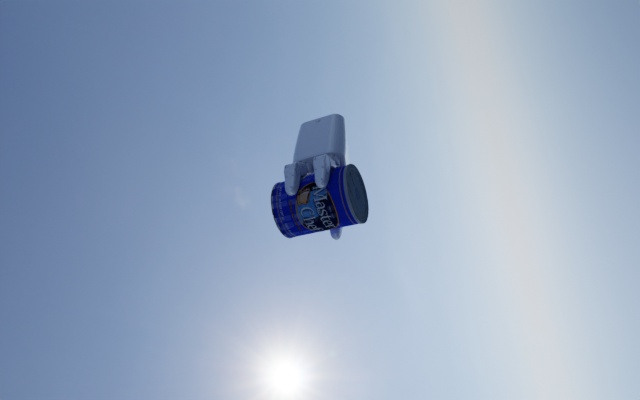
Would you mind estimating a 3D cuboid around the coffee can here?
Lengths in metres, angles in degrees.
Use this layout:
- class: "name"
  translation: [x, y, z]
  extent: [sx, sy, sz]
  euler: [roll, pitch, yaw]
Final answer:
- class: "coffee can"
  translation: [0.000, 0.003, 0.822]
  extent: [0.140, 0.103, 0.103]
  euler: [-13, -5, 21]
